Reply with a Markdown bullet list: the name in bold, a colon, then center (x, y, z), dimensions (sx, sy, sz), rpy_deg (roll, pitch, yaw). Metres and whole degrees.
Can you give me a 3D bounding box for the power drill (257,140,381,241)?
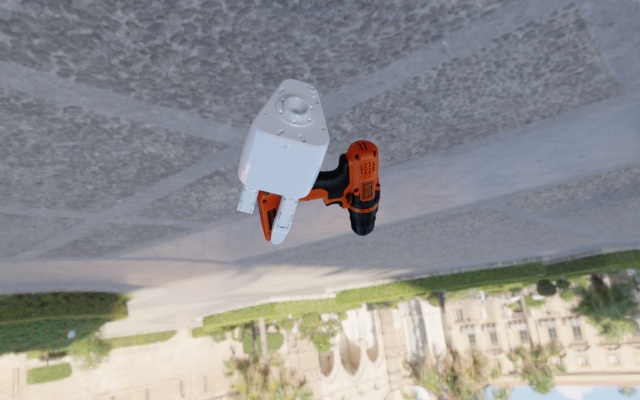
- **power drill**: center (0.000, 0.002, 0.724), dimensions (0.187, 0.185, 0.057), rpy_deg (-14, 44, -10)
